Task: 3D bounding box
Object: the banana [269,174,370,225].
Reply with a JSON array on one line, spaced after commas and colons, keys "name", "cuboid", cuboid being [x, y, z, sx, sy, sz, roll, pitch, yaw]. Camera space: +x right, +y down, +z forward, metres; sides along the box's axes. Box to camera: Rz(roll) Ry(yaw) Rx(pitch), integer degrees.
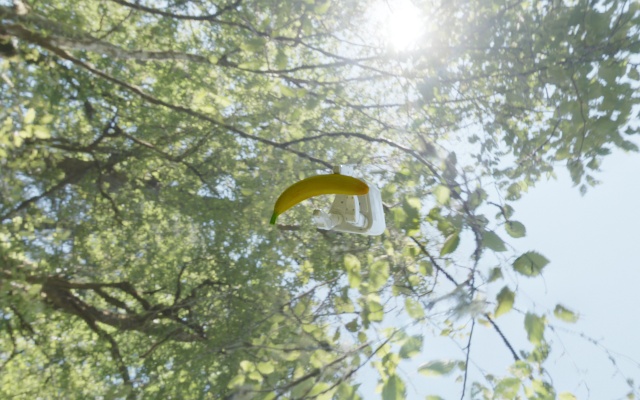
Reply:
[{"name": "banana", "cuboid": [-0.007, -0.013, 0.873, 0.198, 0.069, 0.037, -20, -18, 19]}]
